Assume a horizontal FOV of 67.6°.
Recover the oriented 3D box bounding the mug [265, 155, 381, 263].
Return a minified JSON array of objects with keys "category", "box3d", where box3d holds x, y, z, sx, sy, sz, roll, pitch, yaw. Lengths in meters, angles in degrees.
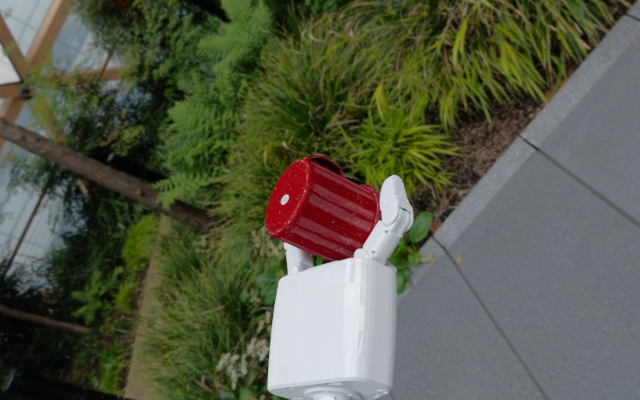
[{"category":"mug","box3d":[0.000,0.000,0.476,0.081,0.117,0.093,25,-40,-26]}]
